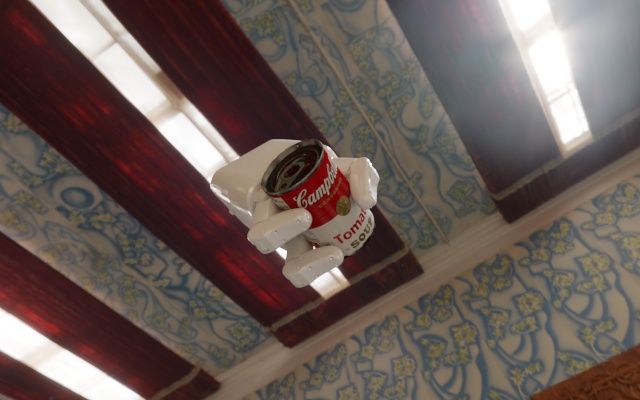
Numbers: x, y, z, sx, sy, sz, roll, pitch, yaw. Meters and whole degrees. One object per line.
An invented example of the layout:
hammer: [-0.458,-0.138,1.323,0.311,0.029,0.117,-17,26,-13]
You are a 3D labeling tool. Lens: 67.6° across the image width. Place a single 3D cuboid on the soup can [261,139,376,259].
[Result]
soup can: [0.001,0.002,0.457,0.068,0.068,0.102,0,-41,45]
